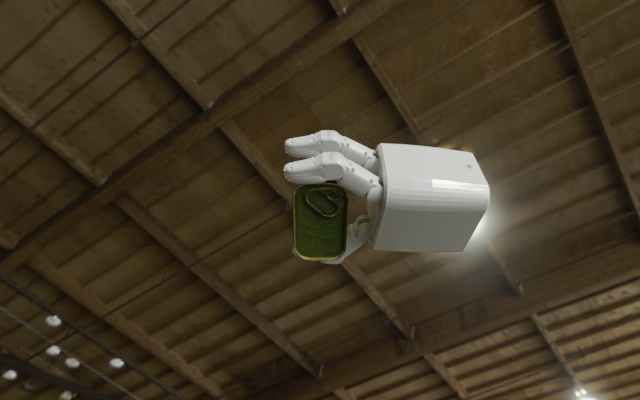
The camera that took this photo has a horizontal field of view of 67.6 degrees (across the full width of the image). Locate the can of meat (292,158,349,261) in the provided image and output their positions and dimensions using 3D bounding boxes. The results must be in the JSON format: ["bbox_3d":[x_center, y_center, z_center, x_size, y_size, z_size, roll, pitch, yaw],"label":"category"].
[{"bbox_3d":[0.000,0.002,0.531,0.057,0.102,0.084,1,35,1],"label":"can of meat"}]
